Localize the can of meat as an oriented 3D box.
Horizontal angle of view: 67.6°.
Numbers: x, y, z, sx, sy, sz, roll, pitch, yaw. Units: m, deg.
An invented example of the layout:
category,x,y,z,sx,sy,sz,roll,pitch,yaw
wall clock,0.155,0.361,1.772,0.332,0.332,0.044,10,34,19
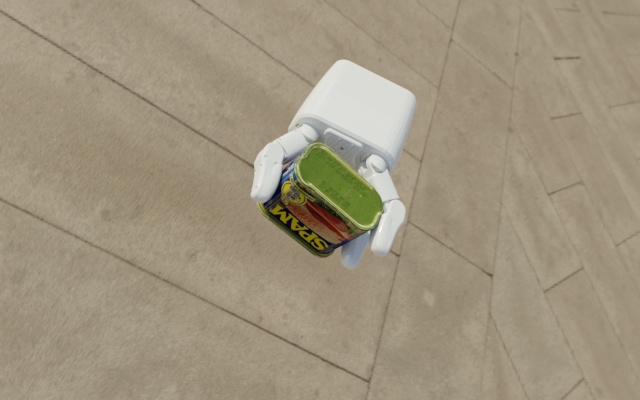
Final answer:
category,x,y,z,sx,sy,sz,roll,pitch,yaw
can of meat,0.000,0.001,0.473,0.102,0.057,0.084,40,-37,-12
